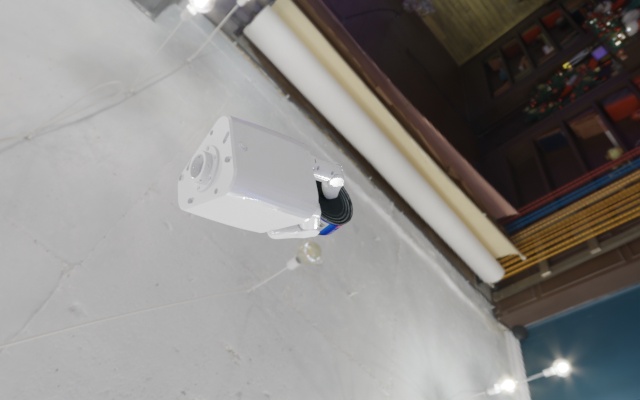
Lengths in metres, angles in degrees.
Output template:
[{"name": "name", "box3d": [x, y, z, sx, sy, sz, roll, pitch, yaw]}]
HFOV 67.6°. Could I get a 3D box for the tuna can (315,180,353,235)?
[{"name": "tuna can", "box3d": [0.000, 0.002, 0.626, 0.086, 0.086, 0.034, 0, -31, -48]}]
